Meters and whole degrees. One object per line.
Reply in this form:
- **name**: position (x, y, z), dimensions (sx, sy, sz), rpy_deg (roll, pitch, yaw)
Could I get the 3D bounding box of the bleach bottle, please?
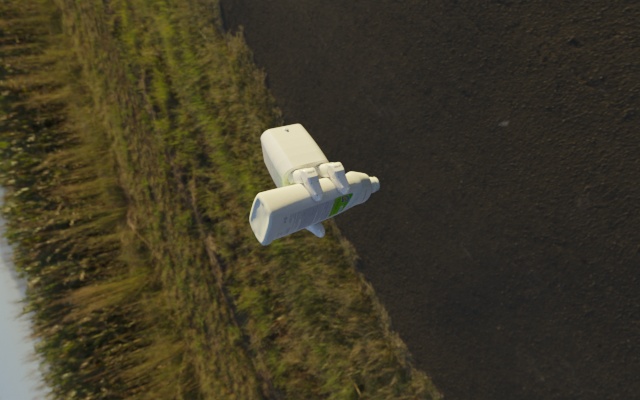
- **bleach bottle**: position (0.000, 0.003, 0.879), dimensions (0.251, 0.068, 0.103), rpy_deg (-16, -30, -30)
